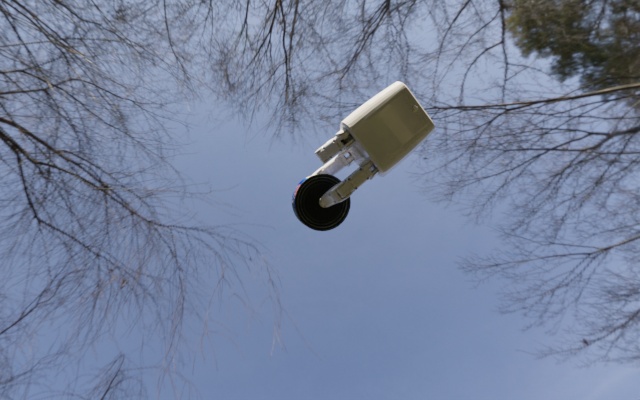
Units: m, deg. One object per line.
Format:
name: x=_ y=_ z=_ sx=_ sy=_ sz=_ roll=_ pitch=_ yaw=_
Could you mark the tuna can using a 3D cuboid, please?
tuna can: x=0.000 y=0.002 z=0.725 sx=0.086 sy=0.086 sz=0.034 roll=0 pitch=2 yaw=-13
